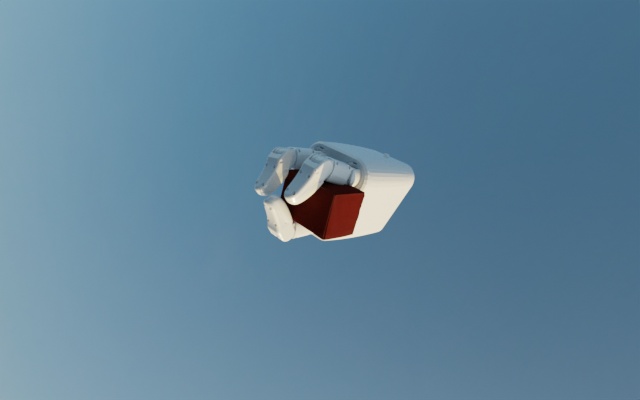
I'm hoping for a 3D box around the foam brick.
[{"bbox_3d":[0.000,0.002,0.524,0.051,0.053,0.078,-3,25,-46],"label":"foam brick"}]
